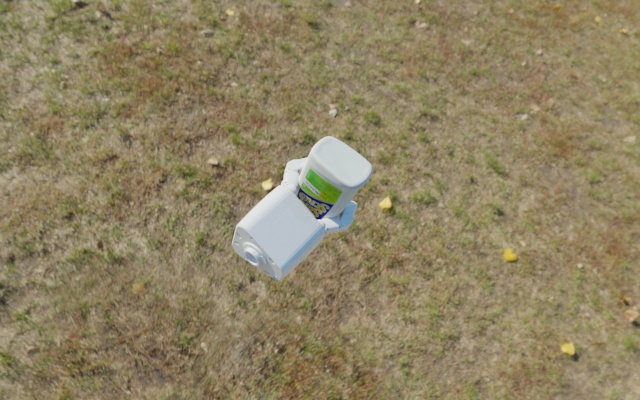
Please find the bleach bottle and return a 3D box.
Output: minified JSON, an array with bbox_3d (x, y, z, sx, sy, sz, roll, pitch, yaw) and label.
[{"bbox_3d":[0.000,0.003,0.833,0.068,0.102,0.251,-46,-11,-35],"label":"bleach bottle"}]
